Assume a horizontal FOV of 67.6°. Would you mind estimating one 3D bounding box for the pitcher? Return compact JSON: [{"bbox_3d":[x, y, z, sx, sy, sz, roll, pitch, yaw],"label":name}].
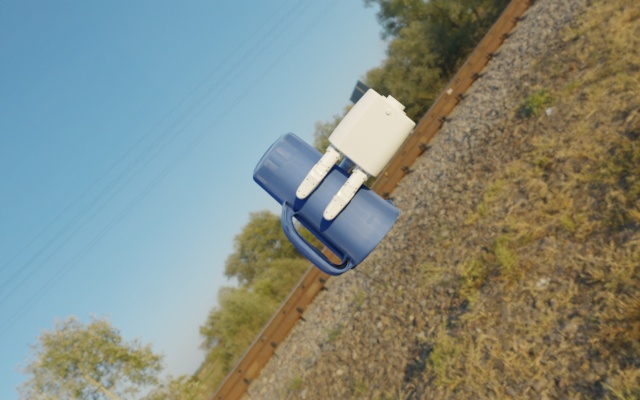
[{"bbox_3d":[0.000,0.003,0.818,0.243,0.145,0.149,39,16,0],"label":"pitcher"}]
